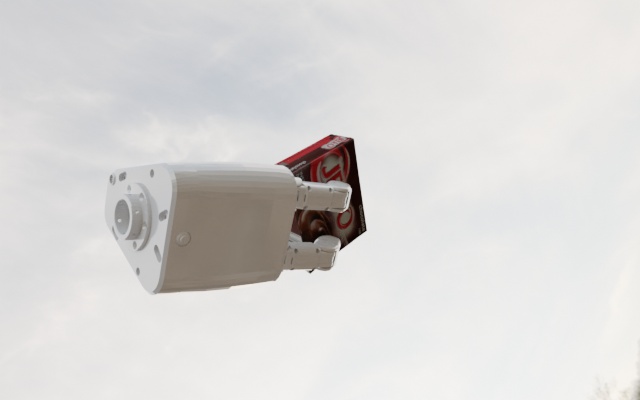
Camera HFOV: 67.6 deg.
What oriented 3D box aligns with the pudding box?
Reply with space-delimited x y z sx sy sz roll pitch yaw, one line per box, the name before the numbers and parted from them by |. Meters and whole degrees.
pudding box | 0.000 0.002 0.478 0.090 0.114 0.039 -32 37 -33
